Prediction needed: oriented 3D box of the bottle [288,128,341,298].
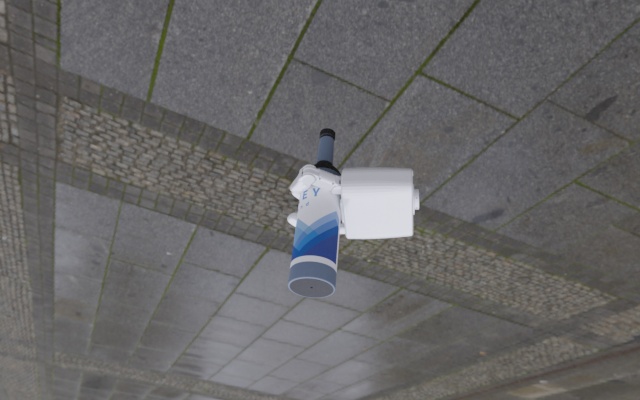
[{"bbox_3d":[0.000,0.003,0.747,0.069,0.295,0.069,4,-35,3],"label":"bottle"}]
